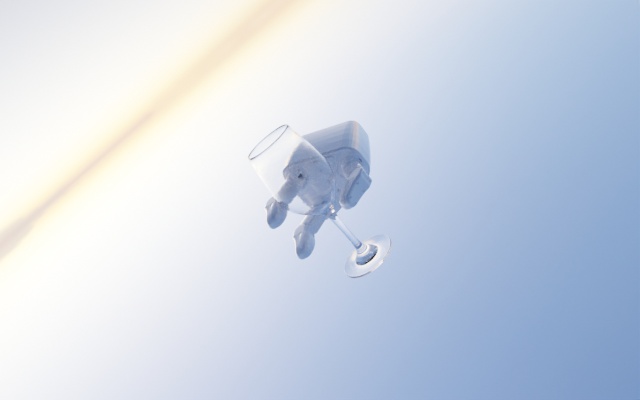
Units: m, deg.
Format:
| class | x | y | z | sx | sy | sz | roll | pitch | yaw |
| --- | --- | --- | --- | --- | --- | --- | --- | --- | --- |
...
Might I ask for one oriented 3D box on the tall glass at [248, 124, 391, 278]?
| class | x | y | z | sx | sy | sz | roll | pitch | yaw |
| --- | --- | --- | --- | --- | --- | --- | --- | --- | --- |
| tall glass | 0.001 | 0.002 | 0.586 | 0.079 | 0.201 | 0.079 | -35 | 21 | 16 |
